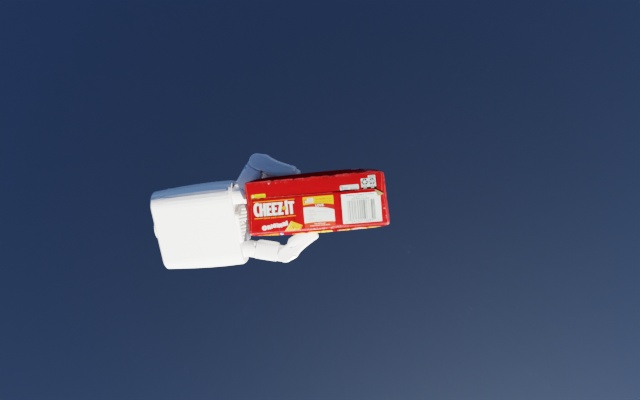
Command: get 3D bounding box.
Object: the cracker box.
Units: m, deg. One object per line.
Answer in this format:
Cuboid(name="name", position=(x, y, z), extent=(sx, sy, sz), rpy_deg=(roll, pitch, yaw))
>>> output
Cuboid(name="cracker box", position=(0.000, 0.002, 0.649), extent=(0.164, 0.072, 0.213), rpy_deg=(-5, 0, 3))
